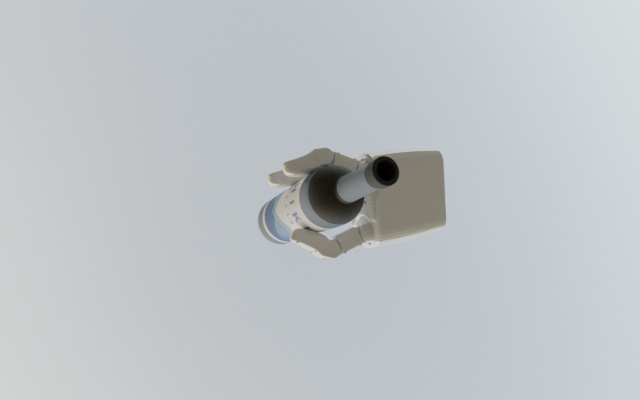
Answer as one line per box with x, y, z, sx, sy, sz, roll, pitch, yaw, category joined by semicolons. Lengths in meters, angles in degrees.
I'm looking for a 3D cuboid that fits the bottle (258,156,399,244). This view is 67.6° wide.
0.000;0.002;0.549;0.069;0.069;0.296;0;-11;-23;bottle
